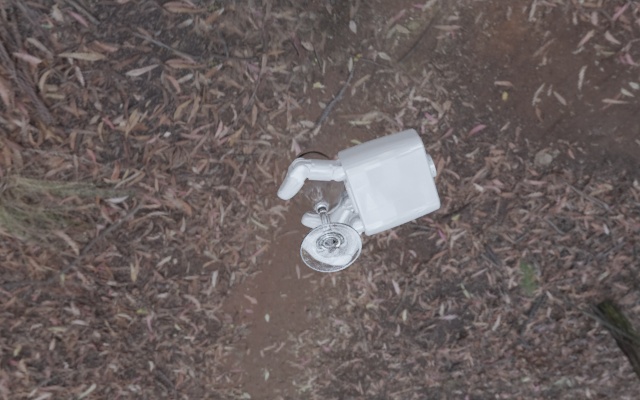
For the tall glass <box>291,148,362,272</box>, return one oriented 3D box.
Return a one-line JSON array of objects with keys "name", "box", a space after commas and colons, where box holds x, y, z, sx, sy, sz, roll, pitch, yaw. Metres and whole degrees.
[{"name": "tall glass", "box": [0.000, 0.002, 0.645, 0.079, 0.079, 0.201, 0, 33, -9]}]
